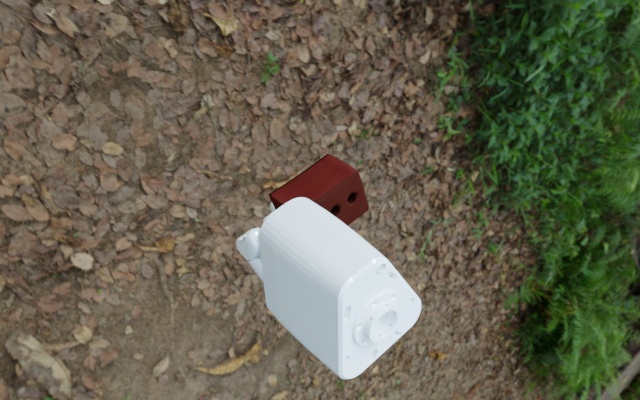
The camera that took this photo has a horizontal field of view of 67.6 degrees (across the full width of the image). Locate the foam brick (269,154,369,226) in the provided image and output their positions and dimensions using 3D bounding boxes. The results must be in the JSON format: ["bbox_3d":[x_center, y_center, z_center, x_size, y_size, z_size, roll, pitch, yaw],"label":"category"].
[{"bbox_3d":[0.000,0.001,0.468,0.078,0.053,0.051,-37,40,-19],"label":"foam brick"}]
